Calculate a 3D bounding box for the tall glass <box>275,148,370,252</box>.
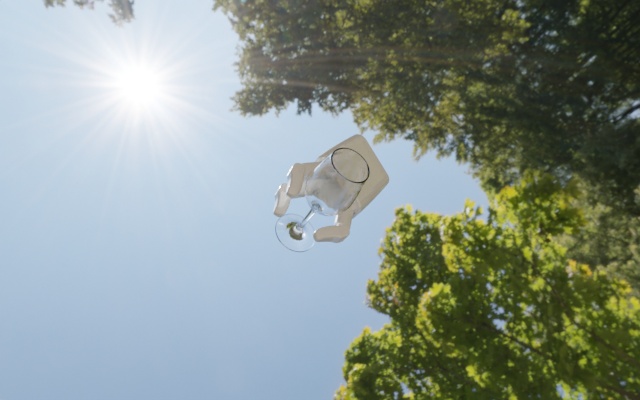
[{"bbox_3d":[0.000,0.003,0.742,0.079,0.079,0.201,0,-32,-30],"label":"tall glass"}]
